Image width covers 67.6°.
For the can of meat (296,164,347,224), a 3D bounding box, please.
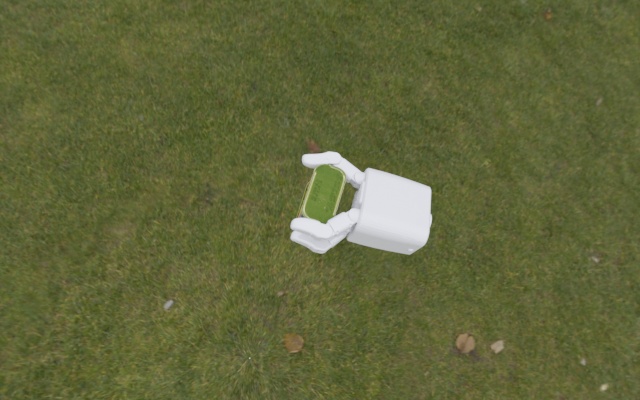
[{"bbox_3d":[0.000,0.002,0.744,0.057,0.102,0.084,18,-20,-3],"label":"can of meat"}]
